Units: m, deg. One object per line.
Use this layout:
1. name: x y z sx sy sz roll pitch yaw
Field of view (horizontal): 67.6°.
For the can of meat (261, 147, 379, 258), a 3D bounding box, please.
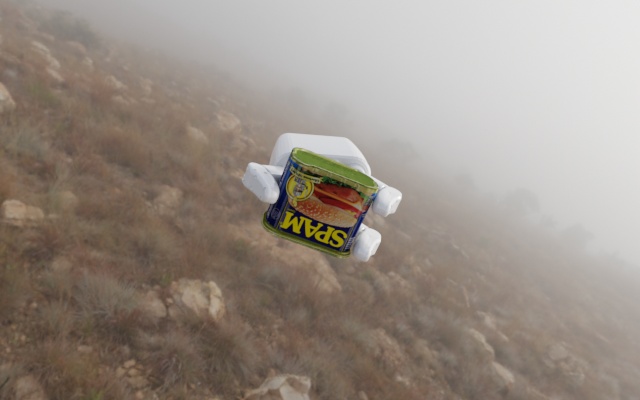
1. can of meat: 0.000 0.001 0.502 0.102 0.084 0.057 20 19 -10
